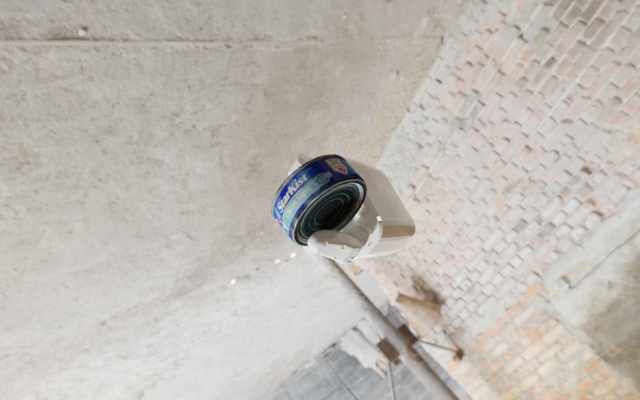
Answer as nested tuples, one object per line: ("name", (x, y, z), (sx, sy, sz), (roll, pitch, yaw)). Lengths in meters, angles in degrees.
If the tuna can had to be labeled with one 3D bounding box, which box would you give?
("tuna can", (0.000, 0.002, 0.433), (0.086, 0.086, 0.033), (0, 42, -51))
